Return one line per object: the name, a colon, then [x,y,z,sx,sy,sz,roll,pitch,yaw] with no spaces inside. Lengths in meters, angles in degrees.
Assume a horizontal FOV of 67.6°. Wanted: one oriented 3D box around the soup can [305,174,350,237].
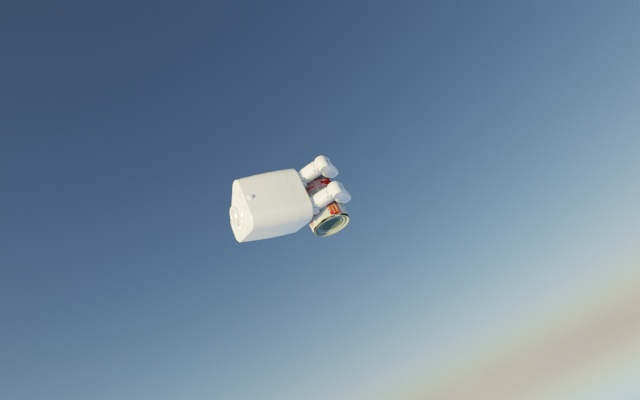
soup can: [0.001,0.003,0.825,0.068,0.102,0.068,-20,-28,-11]
